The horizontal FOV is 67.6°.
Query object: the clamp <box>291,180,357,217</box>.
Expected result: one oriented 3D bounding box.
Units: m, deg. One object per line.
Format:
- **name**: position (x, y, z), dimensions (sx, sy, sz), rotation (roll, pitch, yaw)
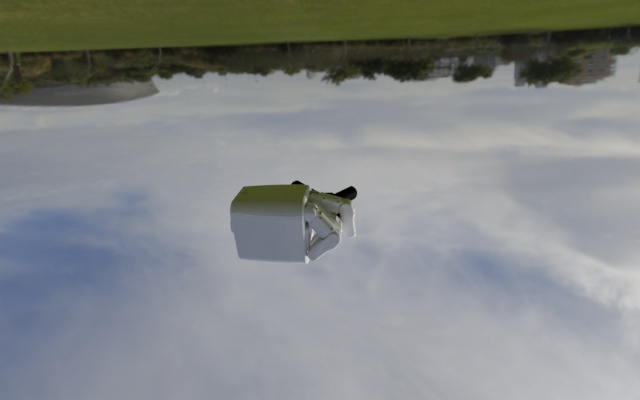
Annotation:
- **clamp**: position (0.000, 0.003, 0.797), dimensions (0.120, 0.039, 0.171), rotation (3, 17, 5)
